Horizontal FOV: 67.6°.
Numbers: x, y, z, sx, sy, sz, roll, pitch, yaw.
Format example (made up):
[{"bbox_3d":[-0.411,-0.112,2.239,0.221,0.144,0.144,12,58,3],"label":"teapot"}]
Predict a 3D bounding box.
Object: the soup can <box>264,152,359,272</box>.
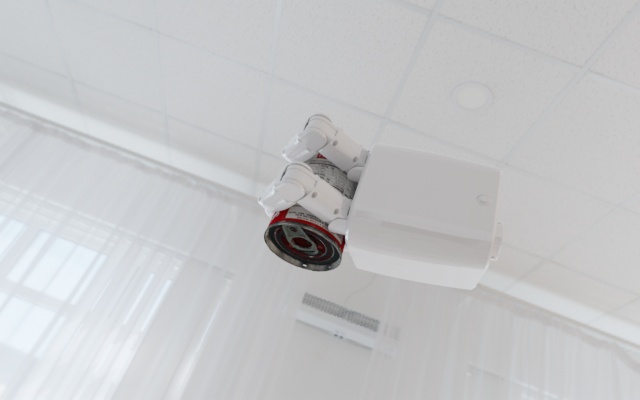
[{"bbox_3d":[0.000,0.001,0.422,0.068,0.102,0.069,14,-35,10],"label":"soup can"}]
